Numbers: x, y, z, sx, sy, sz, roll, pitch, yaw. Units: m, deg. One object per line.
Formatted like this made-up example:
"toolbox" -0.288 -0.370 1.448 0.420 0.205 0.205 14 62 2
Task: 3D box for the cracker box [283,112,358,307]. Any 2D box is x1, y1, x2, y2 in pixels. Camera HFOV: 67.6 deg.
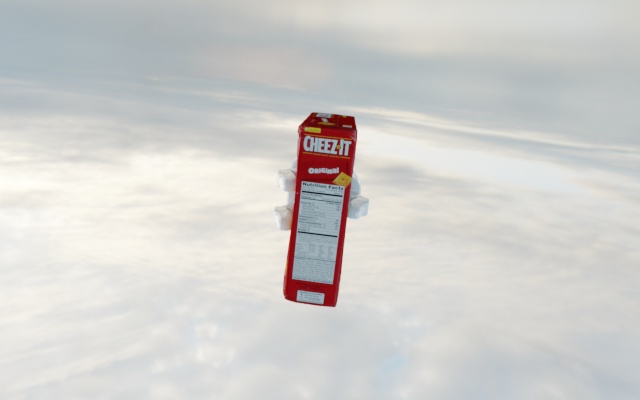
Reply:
"cracker box" 0.000 0.002 0.612 0.072 0.214 0.164 6 15 1
